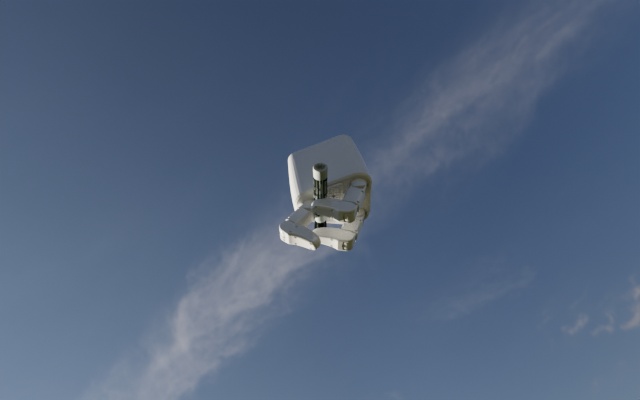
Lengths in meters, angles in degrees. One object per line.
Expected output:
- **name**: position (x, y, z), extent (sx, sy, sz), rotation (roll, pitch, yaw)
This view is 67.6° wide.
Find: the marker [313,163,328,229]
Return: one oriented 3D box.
- **marker**: position (0.000, 0.002, 0.649), extent (0.020, 0.121, 0.020), rotation (0, 42, 0)
